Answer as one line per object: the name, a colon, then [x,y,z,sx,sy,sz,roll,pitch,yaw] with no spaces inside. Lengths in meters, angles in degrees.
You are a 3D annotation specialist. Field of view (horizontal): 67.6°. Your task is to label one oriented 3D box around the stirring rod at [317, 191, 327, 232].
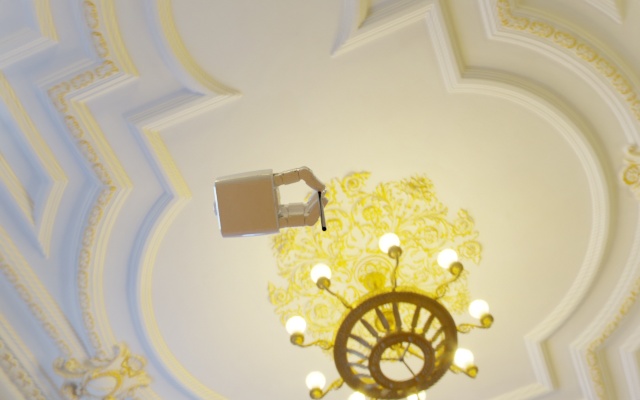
stirring rod: [0.000,0.003,0.817,0.011,0.011,0.239,0,19,-3]
